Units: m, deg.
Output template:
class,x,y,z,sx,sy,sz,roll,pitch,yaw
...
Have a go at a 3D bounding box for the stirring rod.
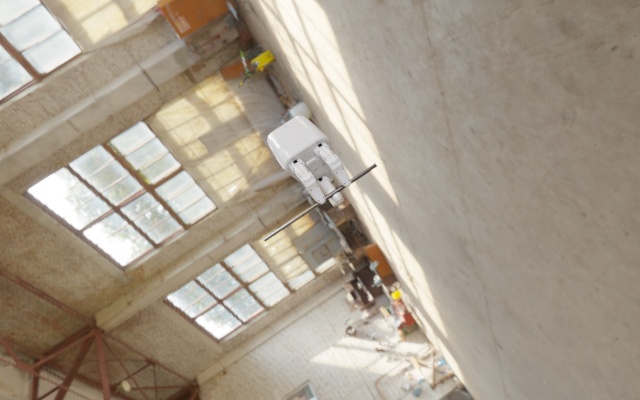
class,x,y,z,sx,sy,sz,roll,pitch,yaw
stirring rod,0.000,0.003,0.847,0.239,0.011,0.011,-34,2,-4
